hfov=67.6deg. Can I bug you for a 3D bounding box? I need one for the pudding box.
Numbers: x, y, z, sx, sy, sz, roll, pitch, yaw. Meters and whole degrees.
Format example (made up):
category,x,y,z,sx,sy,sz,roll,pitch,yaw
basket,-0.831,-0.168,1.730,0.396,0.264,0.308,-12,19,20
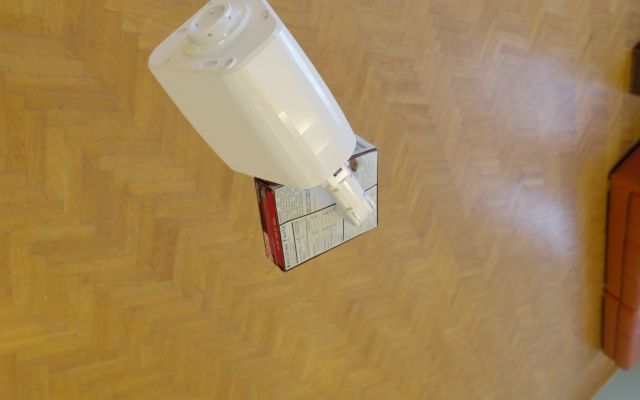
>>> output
category,x,y,z,sx,sy,sz,roll,pitch,yaw
pudding box,0.000,0.001,0.430,0.113,0.090,0.039,-22,37,-26
